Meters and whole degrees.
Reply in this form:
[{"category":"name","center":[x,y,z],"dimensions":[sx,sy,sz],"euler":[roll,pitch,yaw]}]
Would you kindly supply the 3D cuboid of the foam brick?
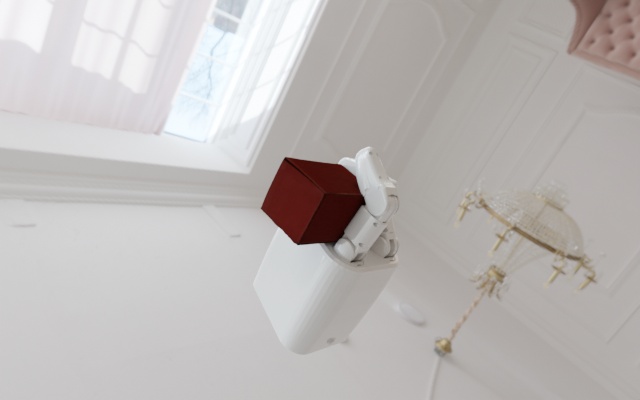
[{"category":"foam brick","center":[0.000,0.001,0.401],"dimensions":[0.053,0.051,0.078],"euler":[43,24,31]}]
